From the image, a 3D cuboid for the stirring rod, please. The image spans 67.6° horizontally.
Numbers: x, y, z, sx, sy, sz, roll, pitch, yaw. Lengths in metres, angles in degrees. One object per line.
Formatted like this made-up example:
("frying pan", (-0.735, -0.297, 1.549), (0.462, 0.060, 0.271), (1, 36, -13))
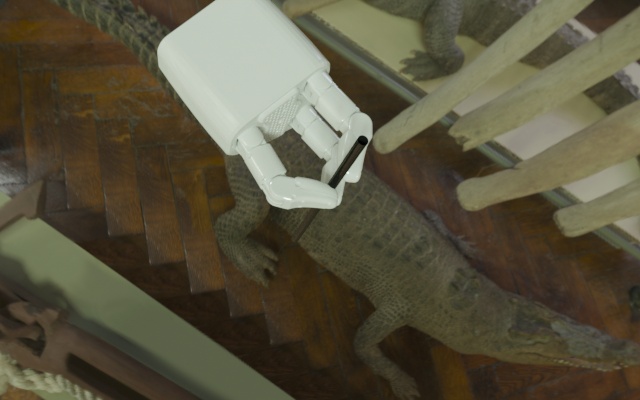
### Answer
("stirring rod", (0.000, 0.001, 0.440), (0.011, 0.011, 0.240), (0, -21, -15))
